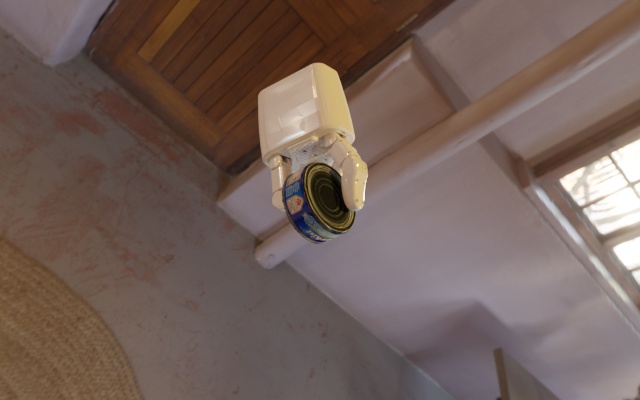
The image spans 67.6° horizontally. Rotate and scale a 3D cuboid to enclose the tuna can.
[{"bbox_3d":[0.001,0.002,0.522,0.034,0.086,0.086,-27,-17,35],"label":"tuna can"}]
